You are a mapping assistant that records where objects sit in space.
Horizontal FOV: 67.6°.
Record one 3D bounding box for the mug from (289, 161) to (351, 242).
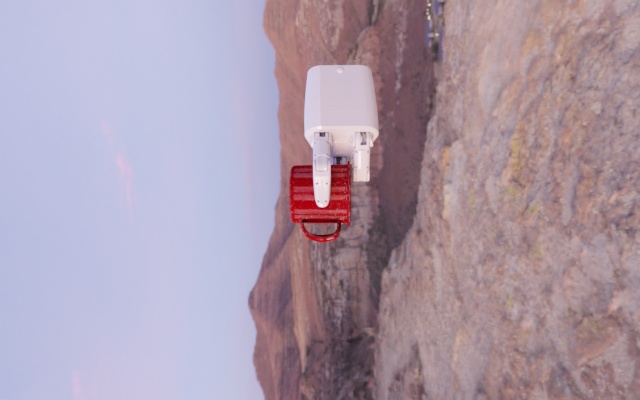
[{"bbox_3d":[0.000,0.004,0.659,0.081,0.117,0.093,0,-24,2],"label":"mug"}]
